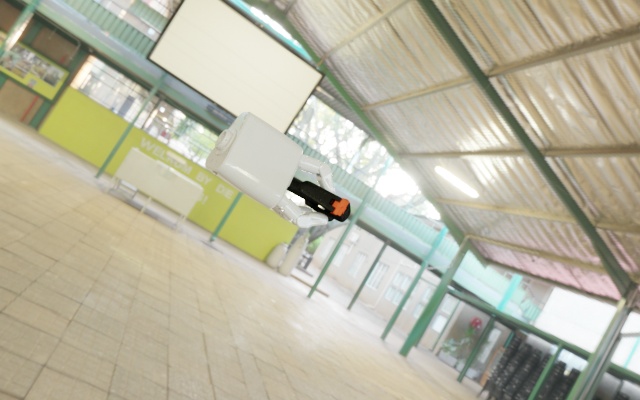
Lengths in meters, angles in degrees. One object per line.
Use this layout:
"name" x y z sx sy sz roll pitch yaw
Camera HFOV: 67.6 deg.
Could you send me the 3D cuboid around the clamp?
"clamp" 0.001 0.002 0.793 0.165 0.036 0.210 36 -7 -28
